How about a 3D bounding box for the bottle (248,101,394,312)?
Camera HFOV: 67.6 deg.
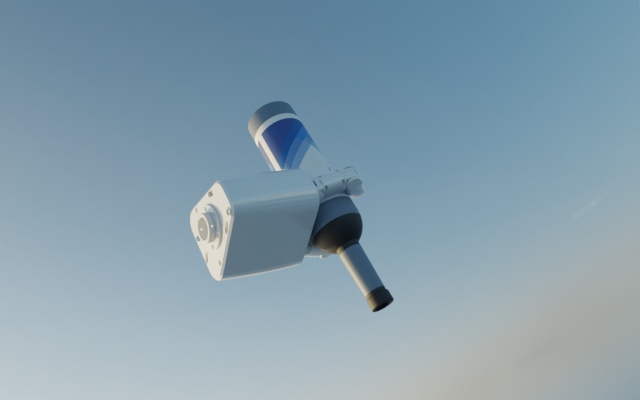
[{"bbox_3d":[0.000,0.002,0.583,0.069,0.295,0.069,-24,-28,-14],"label":"bottle"}]
